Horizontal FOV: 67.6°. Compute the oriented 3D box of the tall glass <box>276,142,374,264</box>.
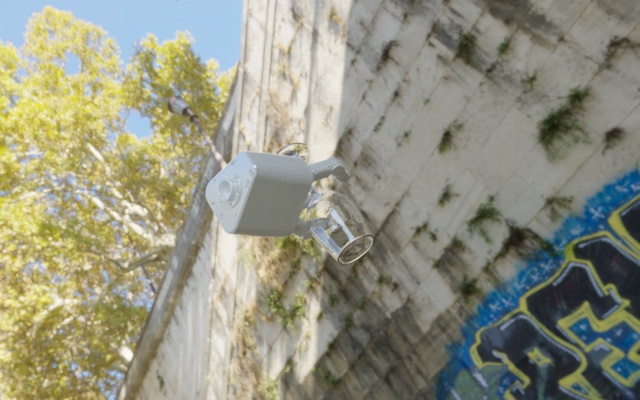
[{"bbox_3d":[0.000,0.002,0.728,0.079,0.079,0.201,0,43,-45],"label":"tall glass"}]
